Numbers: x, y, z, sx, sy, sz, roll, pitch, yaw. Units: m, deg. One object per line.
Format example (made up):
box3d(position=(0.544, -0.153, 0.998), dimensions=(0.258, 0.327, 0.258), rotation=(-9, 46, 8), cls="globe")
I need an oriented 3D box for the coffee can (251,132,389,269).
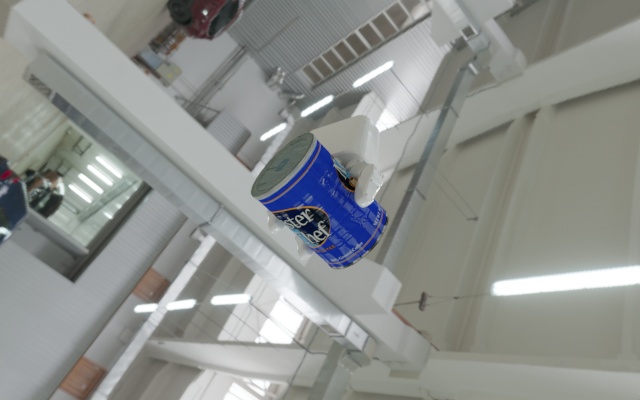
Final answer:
box3d(position=(0.000, 0.002, 0.586), dimensions=(0.140, 0.102, 0.103), rotation=(44, -20, -21), cls="coffee can")
